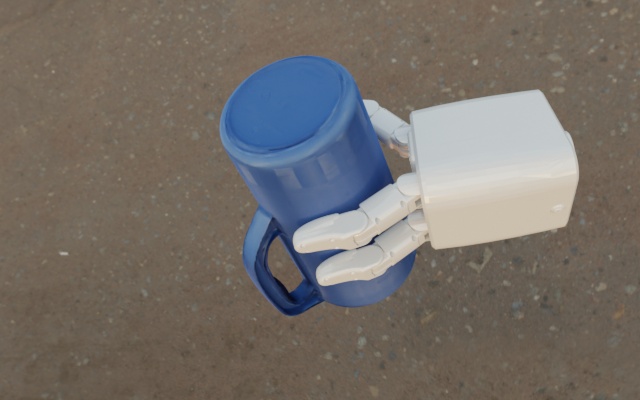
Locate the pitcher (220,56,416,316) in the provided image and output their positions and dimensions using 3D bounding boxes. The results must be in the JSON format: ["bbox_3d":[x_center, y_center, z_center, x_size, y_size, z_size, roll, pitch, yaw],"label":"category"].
[{"bbox_3d":[0.000,0.001,0.434,0.145,0.149,0.243,-8,-35,15],"label":"pitcher"}]
